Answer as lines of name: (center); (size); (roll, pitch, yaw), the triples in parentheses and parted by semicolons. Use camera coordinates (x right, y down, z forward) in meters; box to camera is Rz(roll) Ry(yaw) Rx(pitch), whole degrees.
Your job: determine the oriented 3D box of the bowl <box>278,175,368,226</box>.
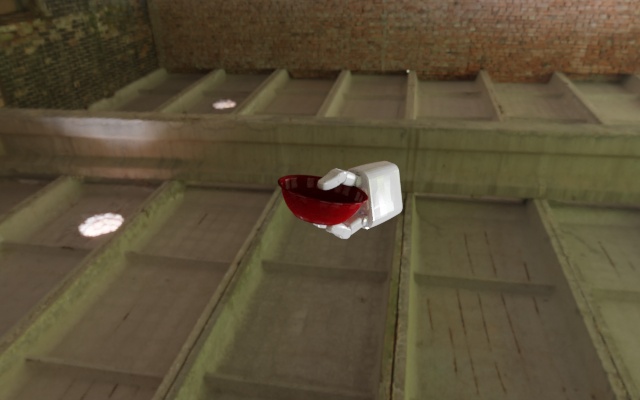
bowl: (-0.001, 0.003, 0.846); (0.162, 0.055, 0.162); (10, 16, -3)
